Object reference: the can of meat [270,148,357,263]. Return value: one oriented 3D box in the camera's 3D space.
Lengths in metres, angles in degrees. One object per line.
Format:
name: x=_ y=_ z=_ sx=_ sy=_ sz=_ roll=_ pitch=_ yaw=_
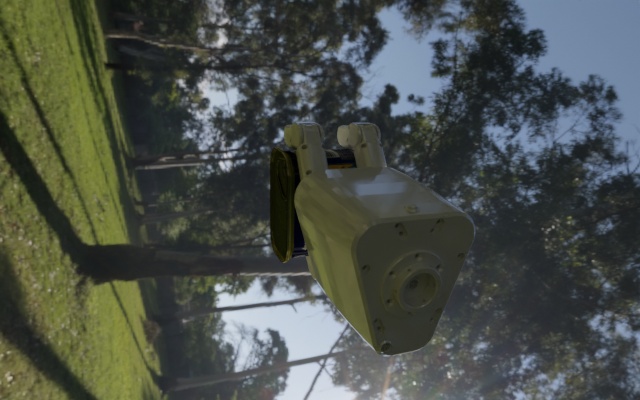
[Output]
can of meat: x=0.000 y=0.002 z=0.447 sx=0.084 sy=0.102 sz=0.057 roll=-4 pitch=17 yaw=-20
